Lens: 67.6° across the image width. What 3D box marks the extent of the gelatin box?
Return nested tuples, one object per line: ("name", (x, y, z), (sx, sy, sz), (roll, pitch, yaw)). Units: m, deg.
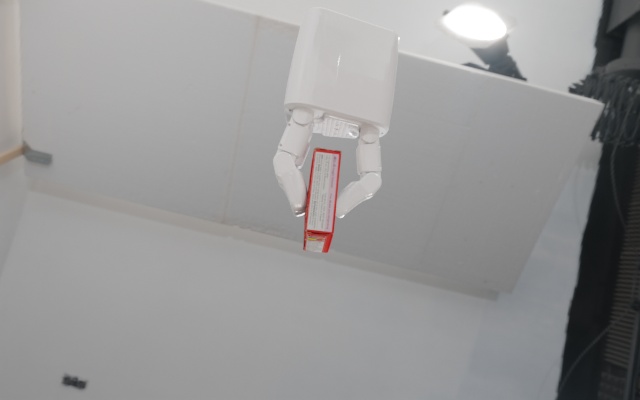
("gelatin box", (0.001, 0.002, 0.486), (0.030, 0.089, 0.073), (6, -19, -2))
